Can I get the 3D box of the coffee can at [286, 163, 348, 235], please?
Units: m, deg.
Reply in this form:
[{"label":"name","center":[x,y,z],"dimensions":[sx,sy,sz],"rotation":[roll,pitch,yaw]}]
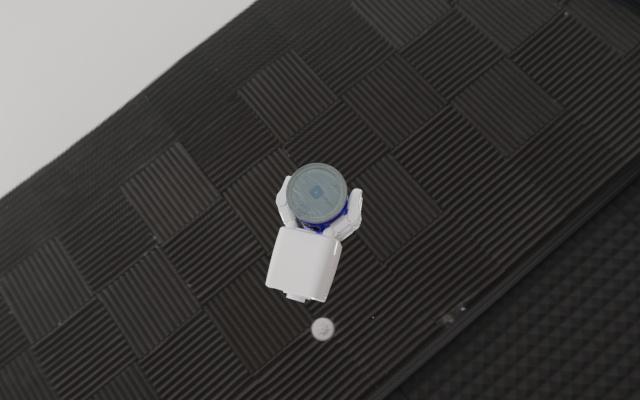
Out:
[{"label":"coffee can","center":[0.000,0.003,0.857],"dimensions":[0.103,0.102,0.140],"rotation":[0,-14,6]}]
